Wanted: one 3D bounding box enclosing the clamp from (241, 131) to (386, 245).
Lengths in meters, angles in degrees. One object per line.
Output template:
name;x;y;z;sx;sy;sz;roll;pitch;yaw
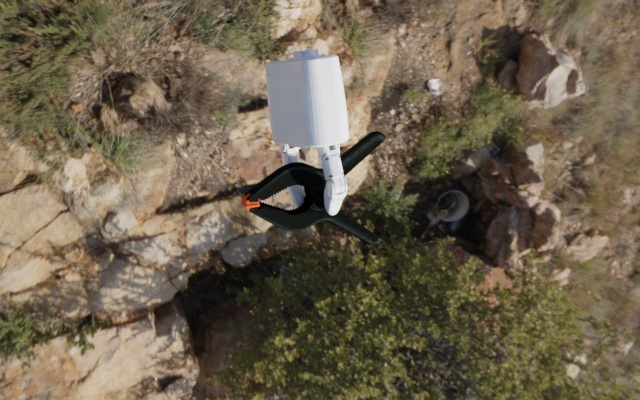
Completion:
clamp;0.000;0.002;0.653;0.210;0.164;0.036;-13;18;-19
